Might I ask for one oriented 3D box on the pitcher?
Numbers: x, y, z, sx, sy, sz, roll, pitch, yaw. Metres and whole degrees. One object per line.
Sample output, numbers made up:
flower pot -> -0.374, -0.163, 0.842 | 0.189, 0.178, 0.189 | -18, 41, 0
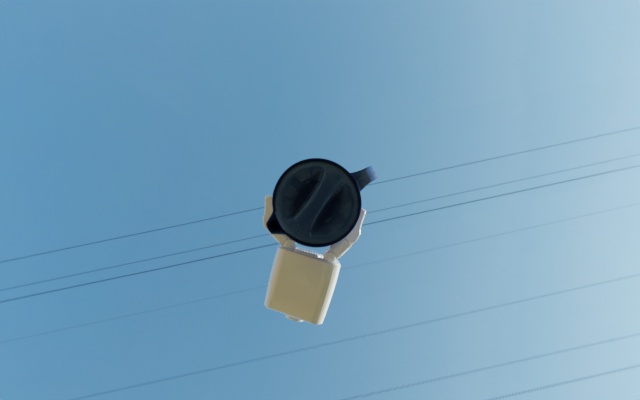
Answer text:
pitcher -> 0.000, 0.003, 0.820 | 0.149, 0.145, 0.243 | 15, -2, -2
